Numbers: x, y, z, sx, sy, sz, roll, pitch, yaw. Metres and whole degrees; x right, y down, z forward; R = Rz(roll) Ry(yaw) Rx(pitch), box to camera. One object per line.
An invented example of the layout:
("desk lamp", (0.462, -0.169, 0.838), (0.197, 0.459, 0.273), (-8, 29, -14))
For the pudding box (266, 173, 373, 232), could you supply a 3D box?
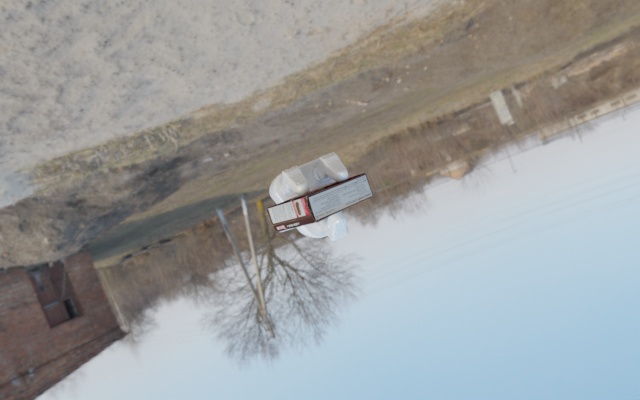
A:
("pudding box", (0.000, 0.002, 0.631), (0.113, 0.039, 0.090), (-25, 5, -40))
